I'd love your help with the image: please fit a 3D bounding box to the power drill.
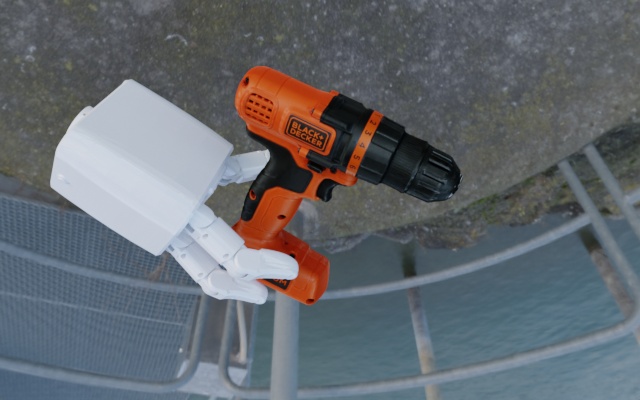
[{"bbox_3d":[0.000,0.002,0.407,0.184,0.188,0.057,27,33,6],"label":"power drill"}]
